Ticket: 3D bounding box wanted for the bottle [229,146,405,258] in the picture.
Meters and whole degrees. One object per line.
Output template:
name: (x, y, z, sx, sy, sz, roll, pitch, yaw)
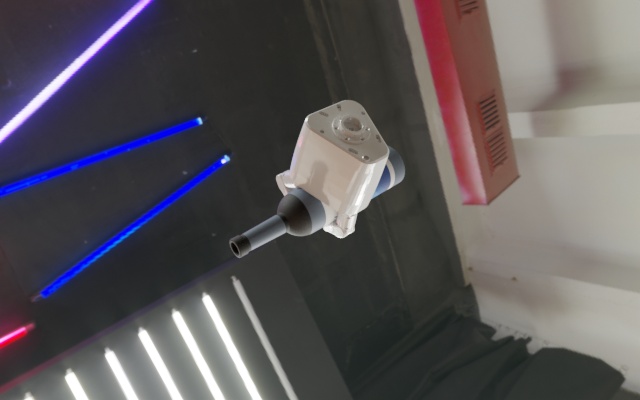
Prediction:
bottle: (0.000, 0.002, 0.693, 0.295, 0.069, 0.069, -28, 15, -31)
